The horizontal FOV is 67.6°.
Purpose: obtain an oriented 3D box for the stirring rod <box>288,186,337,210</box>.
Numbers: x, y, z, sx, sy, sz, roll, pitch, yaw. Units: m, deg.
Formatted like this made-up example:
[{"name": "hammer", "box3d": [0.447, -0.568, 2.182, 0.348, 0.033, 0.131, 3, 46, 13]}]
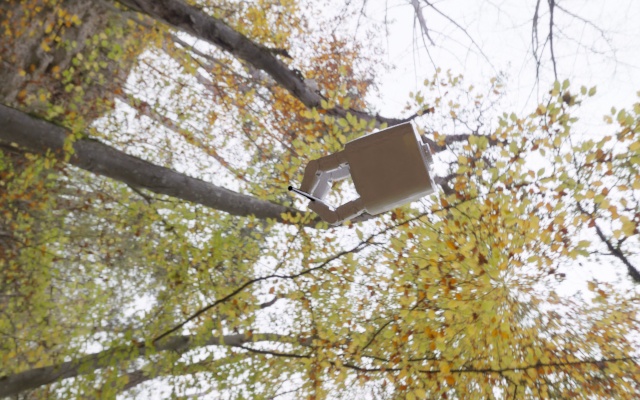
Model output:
[{"name": "stirring rod", "box3d": [0.000, 0.003, 0.779, 0.011, 0.011, 0.239, 0, -9, 21]}]
